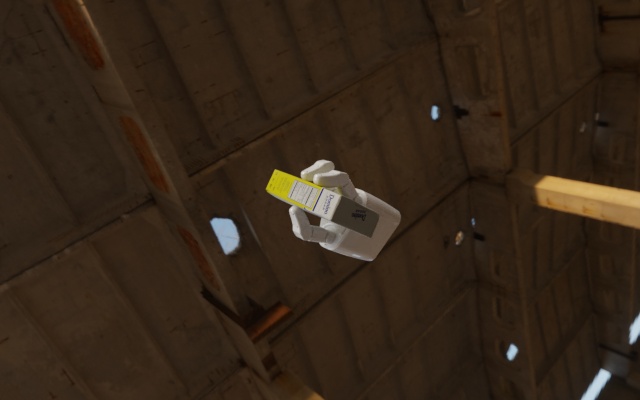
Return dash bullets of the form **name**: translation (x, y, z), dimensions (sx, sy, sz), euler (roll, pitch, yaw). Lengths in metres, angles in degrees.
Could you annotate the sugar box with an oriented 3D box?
- **sugar box**: translation (0.000, 0.002, 0.743), dimensions (0.093, 0.048, 0.176), euler (25, -4, -41)
